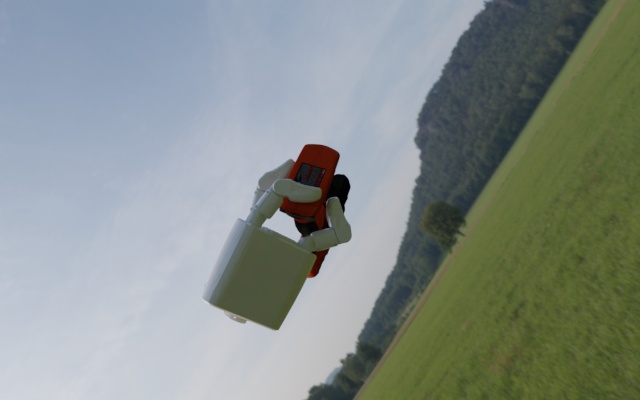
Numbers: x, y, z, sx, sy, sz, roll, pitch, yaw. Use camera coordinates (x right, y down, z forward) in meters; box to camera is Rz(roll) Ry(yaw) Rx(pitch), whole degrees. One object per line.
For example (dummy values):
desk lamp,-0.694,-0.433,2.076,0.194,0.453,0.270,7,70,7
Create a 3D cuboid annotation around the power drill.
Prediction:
power drill,0.000,0.002,0.694,0.057,0.184,0.188,14,-27,14
